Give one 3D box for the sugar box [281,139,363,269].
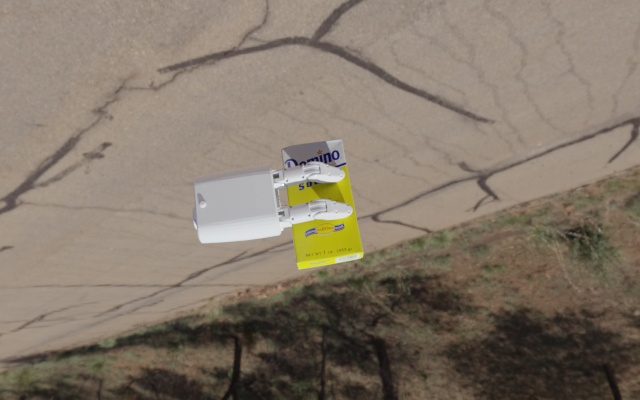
[{"bbox_3d":[0.000,0.002,0.680,0.093,0.176,0.048,-9,-19,-2],"label":"sugar box"}]
